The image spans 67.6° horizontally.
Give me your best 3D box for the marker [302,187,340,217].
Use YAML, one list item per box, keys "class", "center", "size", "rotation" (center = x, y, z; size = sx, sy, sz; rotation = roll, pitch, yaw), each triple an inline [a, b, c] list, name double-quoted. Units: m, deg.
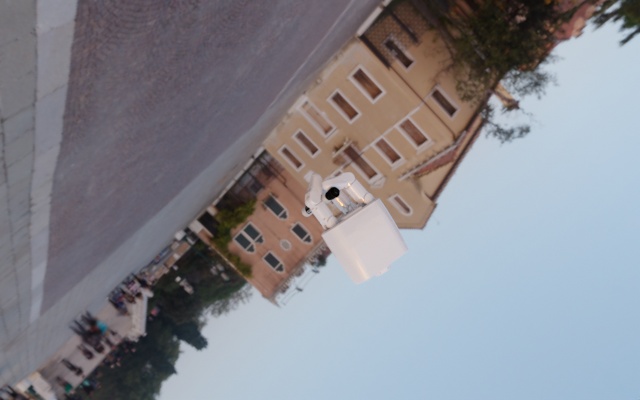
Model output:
- class: "marker"
  center: [0.000, 0.003, 0.826]
  size: [0.020, 0.020, 0.121]
  rotation: [0, -18, -27]
